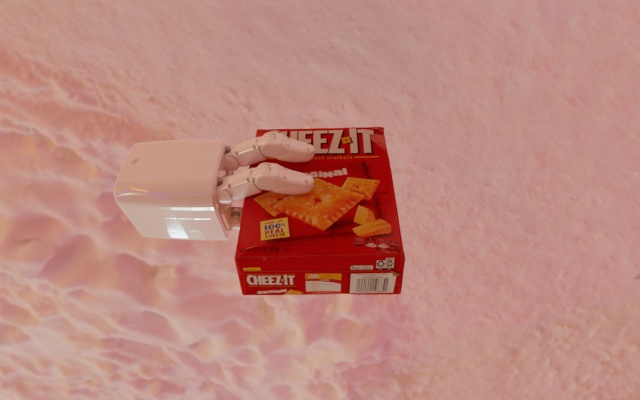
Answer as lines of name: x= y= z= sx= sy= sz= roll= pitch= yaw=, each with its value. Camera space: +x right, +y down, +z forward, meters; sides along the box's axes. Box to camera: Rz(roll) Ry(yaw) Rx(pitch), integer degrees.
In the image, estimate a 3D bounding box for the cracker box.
cracker box: x=0.000 y=0.002 z=0.539 sx=0.164 sy=0.072 sz=0.213 roll=-1 pitch=44 yaw=1
